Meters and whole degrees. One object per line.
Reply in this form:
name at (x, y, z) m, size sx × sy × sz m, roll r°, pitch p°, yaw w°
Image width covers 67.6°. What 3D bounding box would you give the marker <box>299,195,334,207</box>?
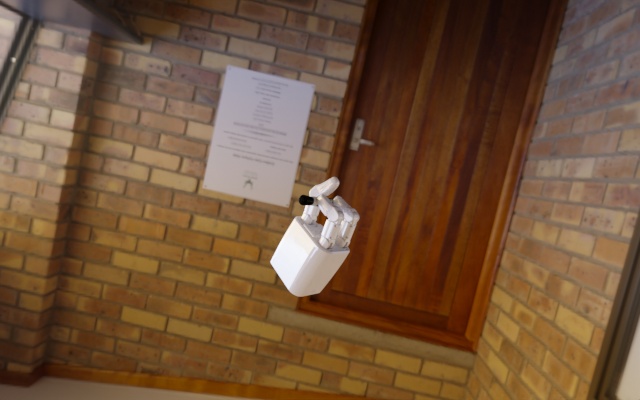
marker at (0.000, 0.003, 0.864) m, size 0.020 × 0.020 × 0.121 m, roll 0°, pitch -3°, yaw 33°
